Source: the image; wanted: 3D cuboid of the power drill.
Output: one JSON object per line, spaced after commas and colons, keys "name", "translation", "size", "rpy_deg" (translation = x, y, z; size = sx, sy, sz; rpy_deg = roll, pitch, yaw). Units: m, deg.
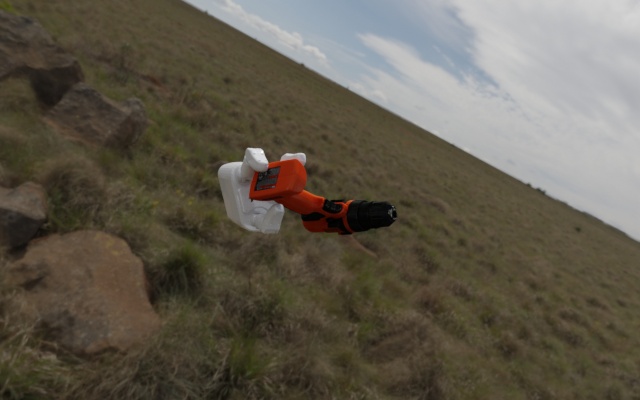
{"name": "power drill", "translation": [0.000, 0.002, 0.732], "size": [0.184, 0.057, 0.188], "rpy_deg": [-9, -29, 42]}
